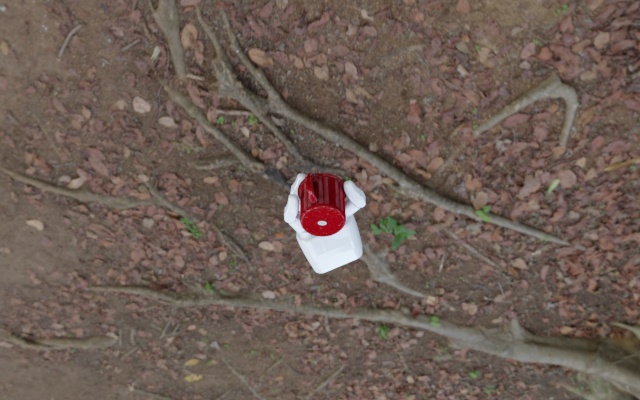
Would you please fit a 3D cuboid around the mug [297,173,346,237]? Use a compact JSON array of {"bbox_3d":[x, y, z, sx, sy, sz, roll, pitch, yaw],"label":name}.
[{"bbox_3d":[0.000,0.002,0.853,0.093,0.081,0.117,-14,-48,12],"label":"mug"}]
